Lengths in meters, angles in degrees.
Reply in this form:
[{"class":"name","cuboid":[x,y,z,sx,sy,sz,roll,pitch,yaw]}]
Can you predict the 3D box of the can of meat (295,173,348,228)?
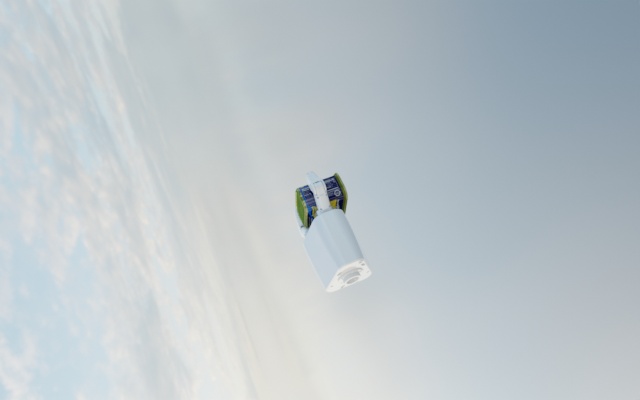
[{"class":"can of meat","cuboid":[0.000,0.003,0.898,0.084,0.057,0.102,-20,-26,-12]}]
